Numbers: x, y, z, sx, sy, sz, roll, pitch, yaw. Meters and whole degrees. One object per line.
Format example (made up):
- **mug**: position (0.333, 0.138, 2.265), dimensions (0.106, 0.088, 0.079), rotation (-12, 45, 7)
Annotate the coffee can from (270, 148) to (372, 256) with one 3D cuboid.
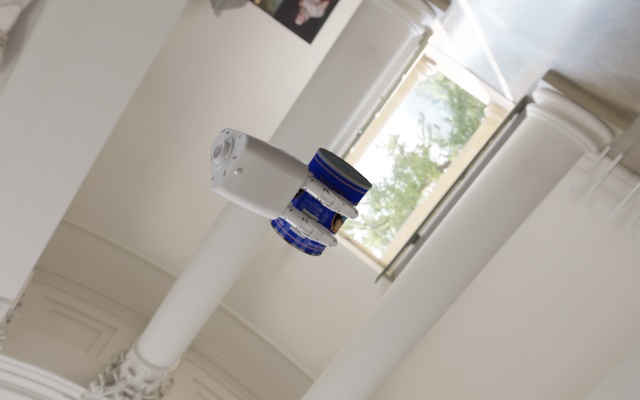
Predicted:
- **coffee can**: position (0.000, 0.002, 0.757), dimensions (0.103, 0.140, 0.102), rotation (34, 14, -9)
